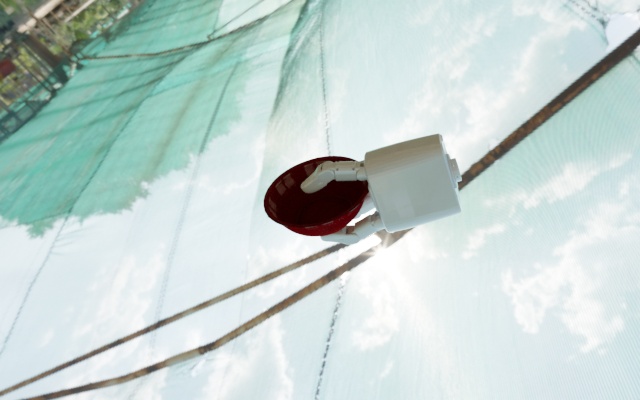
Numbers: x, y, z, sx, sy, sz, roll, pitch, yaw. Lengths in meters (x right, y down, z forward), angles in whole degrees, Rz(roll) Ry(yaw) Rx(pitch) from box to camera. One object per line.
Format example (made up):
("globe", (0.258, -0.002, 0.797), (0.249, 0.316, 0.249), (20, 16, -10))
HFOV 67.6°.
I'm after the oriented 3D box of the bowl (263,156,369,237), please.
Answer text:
("bowl", (-0.001, 0.003, 0.706), (0.162, 0.055, 0.162), (-11, 38, 9))
